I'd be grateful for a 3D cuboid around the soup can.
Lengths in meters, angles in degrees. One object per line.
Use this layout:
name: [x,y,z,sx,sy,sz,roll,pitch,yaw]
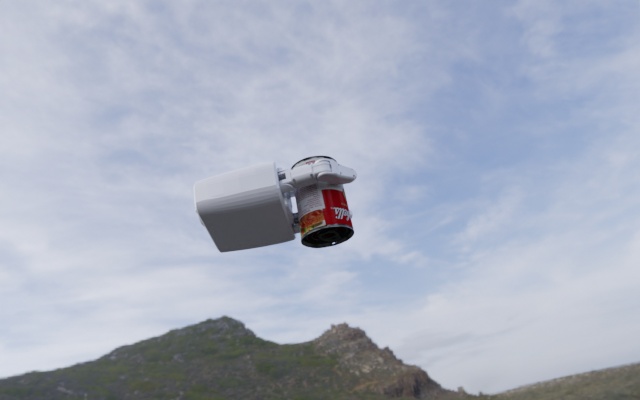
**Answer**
soup can: [0.001,0.002,0.617,0.068,0.102,0.068,-9,-25,-4]
